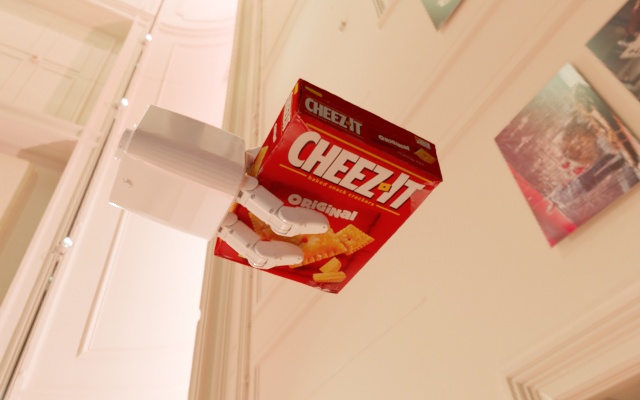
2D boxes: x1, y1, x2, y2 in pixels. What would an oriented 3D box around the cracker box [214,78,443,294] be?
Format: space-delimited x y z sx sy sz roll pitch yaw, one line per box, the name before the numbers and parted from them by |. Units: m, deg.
cracker box | 0.000 0.002 0.519 0.164 0.072 0.214 22 -51 -18
